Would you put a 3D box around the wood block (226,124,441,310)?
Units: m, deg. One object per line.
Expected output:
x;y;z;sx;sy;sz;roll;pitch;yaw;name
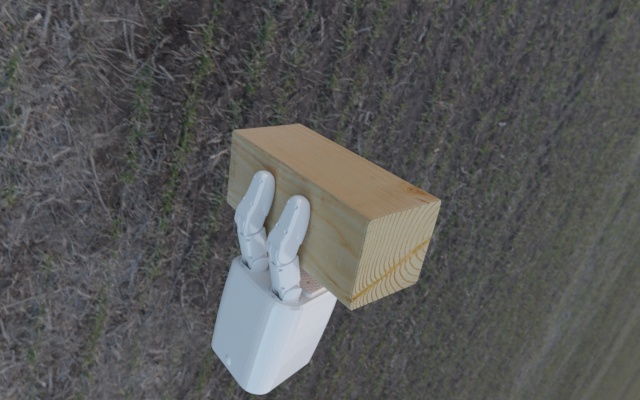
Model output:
0.000;0.002;0.468;0.091;0.090;0.206;-12;33;-38;wood block
